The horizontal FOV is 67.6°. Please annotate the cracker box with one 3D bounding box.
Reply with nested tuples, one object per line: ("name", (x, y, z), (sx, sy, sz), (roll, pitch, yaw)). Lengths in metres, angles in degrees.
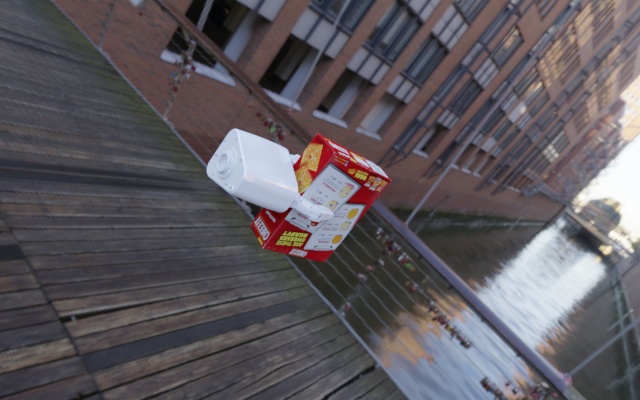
("cracker box", (0.000, 0.003, 0.866), (0.164, 0.214, 0.072), (20, 25, -44))
